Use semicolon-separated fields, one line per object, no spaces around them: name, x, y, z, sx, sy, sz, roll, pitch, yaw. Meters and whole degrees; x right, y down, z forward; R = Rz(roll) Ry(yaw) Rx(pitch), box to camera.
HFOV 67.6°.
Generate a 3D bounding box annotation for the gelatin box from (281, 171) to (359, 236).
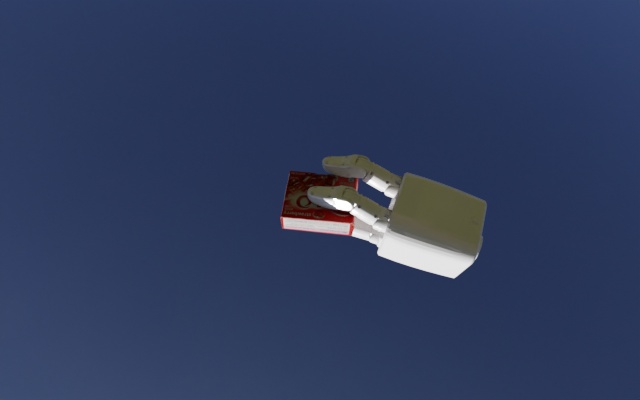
gelatin box;0.000;0.002;0.593;0.089;0.073;0.030;5;-36;4
